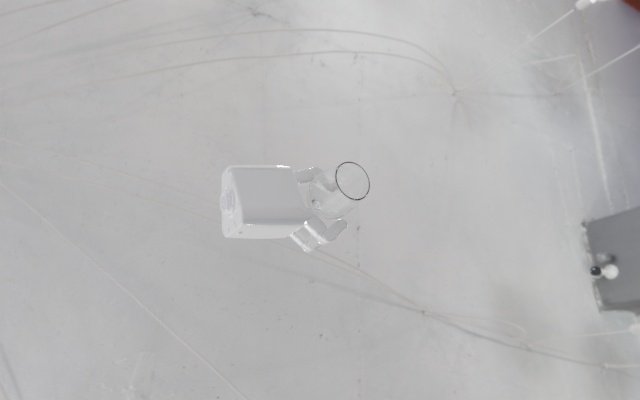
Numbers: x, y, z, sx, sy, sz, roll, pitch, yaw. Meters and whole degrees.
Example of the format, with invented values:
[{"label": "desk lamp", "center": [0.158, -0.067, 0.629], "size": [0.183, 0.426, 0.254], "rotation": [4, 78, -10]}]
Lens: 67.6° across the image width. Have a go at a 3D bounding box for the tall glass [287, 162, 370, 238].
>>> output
[{"label": "tall glass", "center": [0.000, 0.003, 0.791], "size": [0.079, 0.079, 0.201], "rotation": [0, -19, -31]}]
